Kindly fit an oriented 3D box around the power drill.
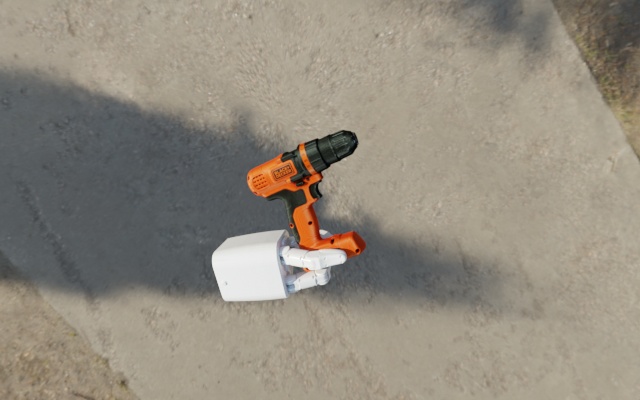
[{"bbox_3d":[0.000,0.003,0.735,0.184,0.187,0.057,-22,6,19],"label":"power drill"}]
